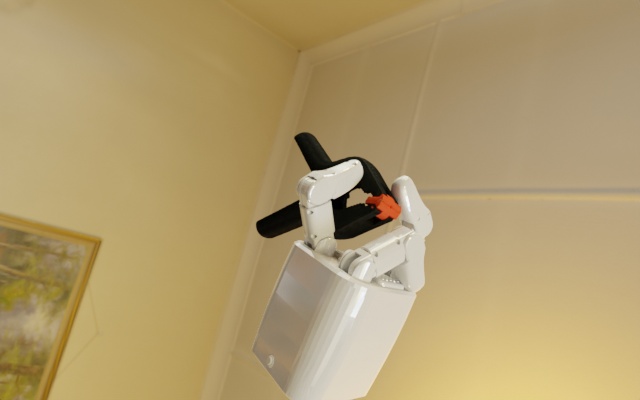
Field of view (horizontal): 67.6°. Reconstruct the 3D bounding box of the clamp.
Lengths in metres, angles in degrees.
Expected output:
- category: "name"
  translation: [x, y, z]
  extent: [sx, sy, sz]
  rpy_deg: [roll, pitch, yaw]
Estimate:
- category: "clamp"
  translation: [0.001, 0.002, 0.458]
  extent: [0.039, 0.120, 0.171]
  rpy_deg: [22, 3, -36]
